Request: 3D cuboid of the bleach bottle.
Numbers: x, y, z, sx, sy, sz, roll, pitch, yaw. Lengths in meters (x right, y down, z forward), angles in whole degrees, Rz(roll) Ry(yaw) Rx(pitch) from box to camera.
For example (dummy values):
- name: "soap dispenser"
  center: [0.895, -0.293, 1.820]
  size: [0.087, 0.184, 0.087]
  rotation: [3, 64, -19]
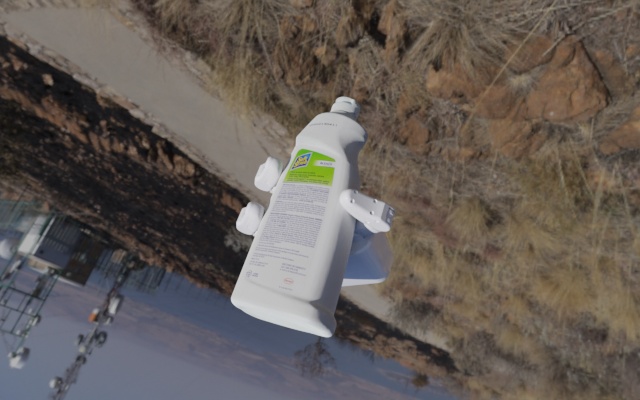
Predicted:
- name: "bleach bottle"
  center: [0.000, 0.002, 0.489]
  size: [0.102, 0.250, 0.068]
  rotation: [8, -25, 25]
